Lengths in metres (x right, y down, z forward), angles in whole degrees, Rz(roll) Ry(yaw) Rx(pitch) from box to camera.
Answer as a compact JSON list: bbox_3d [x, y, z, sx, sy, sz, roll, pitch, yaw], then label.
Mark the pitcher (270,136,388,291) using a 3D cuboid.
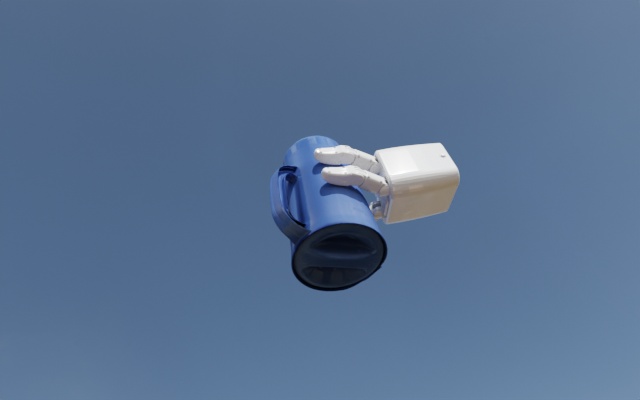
[{"bbox_3d":[0.000,0.002,0.725,0.145,0.149,0.242,-10,41,-4],"label":"pitcher"}]
